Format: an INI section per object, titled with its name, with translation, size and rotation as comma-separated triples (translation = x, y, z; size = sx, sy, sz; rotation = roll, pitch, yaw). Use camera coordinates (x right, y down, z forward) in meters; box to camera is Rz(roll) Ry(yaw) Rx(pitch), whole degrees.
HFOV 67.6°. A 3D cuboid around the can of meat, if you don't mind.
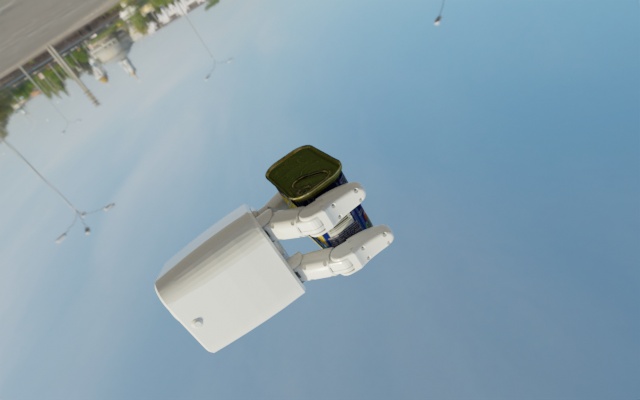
[can of meat]
translation = 0.000, 0.002, 0.470
size = 0.057, 0.084, 0.102
rotation = -36, 28, -9
